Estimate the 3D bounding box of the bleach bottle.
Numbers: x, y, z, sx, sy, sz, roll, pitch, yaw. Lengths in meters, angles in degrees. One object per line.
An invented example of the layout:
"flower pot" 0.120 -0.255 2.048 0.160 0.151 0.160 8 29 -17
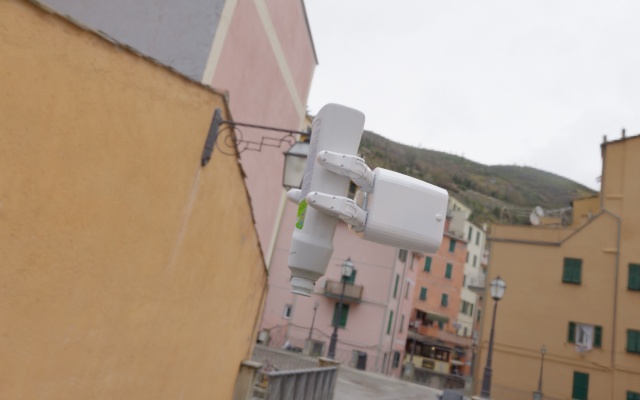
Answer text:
"bleach bottle" 0.000 0.002 0.640 0.068 0.250 0.102 15 -15 -9
